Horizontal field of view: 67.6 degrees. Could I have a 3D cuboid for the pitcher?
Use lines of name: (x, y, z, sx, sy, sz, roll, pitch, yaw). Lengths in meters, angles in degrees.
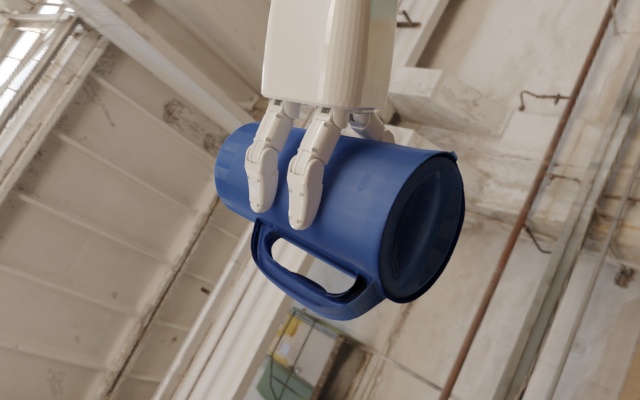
pitcher: (0.000, 0.001, 0.465, 0.243, 0.145, 0.149, 20, 18, 39)
